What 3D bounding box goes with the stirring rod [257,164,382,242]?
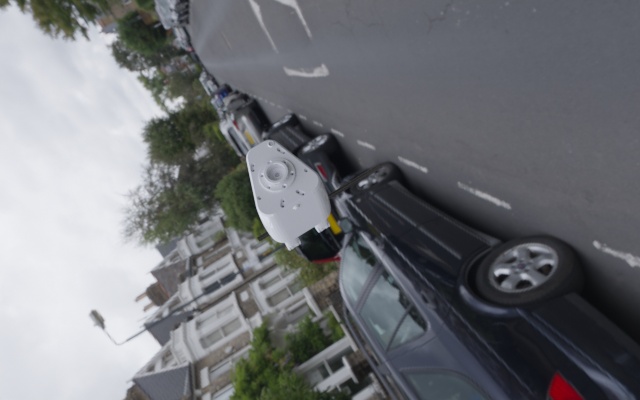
[{"bbox_3d":[0.000,0.002,0.797,0.239,0.011,0.011,-31,3,-6],"label":"stirring rod"}]
